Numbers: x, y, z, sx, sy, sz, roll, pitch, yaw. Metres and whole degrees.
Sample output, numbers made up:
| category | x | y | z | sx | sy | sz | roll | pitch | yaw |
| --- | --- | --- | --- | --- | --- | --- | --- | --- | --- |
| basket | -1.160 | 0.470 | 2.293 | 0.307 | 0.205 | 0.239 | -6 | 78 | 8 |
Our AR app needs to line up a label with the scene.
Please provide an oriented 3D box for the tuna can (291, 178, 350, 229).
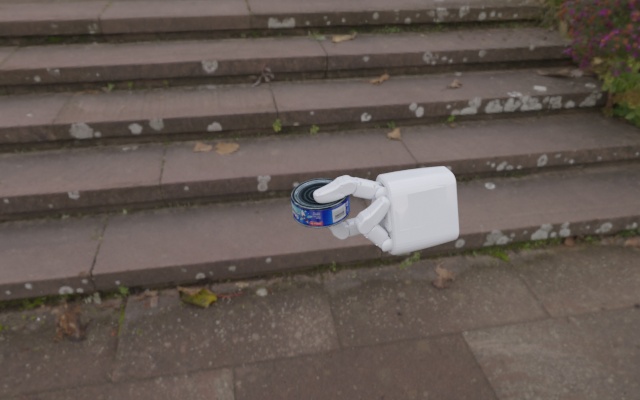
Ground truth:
| category | x | y | z | sx | sy | sz | roll | pitch | yaw |
| --- | --- | --- | --- | --- | --- | --- | --- | --- | --- |
| tuna can | 0.000 | 0.002 | 0.696 | 0.086 | 0.034 | 0.086 | -4 | 33 | 3 |
